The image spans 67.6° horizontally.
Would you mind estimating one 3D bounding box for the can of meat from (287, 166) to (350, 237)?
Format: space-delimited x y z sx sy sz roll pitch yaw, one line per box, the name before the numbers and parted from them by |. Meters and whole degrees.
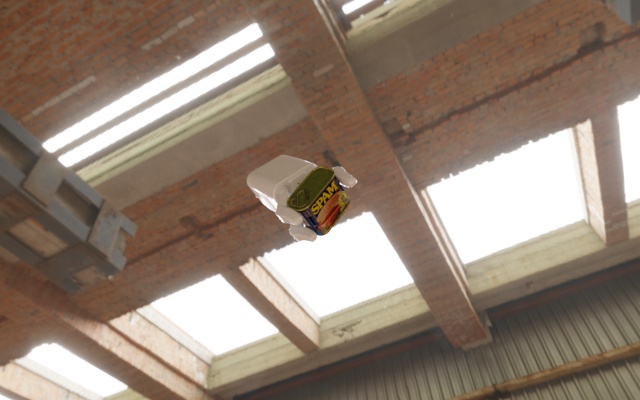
can of meat | 0.000 0.003 0.873 0.057 0.102 0.084 20 -27 45
